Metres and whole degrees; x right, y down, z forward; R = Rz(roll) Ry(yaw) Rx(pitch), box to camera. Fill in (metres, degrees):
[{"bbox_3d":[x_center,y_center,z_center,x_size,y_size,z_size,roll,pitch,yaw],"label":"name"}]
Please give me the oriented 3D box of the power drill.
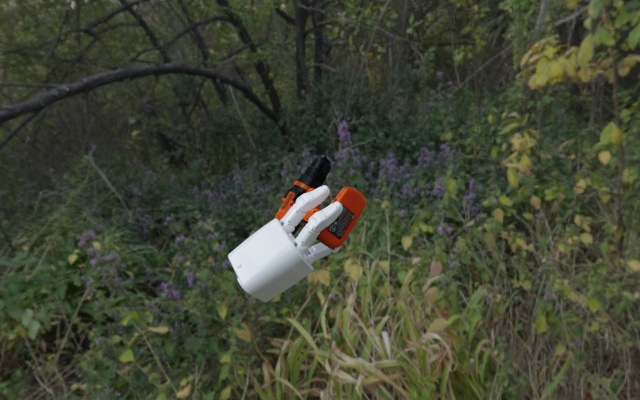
[{"bbox_3d":[0.000,0.003,0.874,0.057,0.184,0.187,35,-10,-30],"label":"power drill"}]
